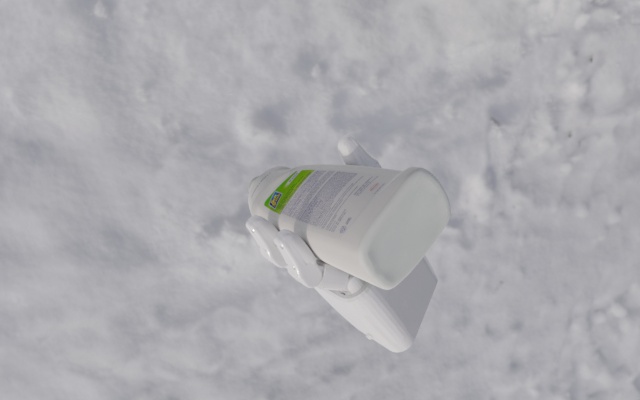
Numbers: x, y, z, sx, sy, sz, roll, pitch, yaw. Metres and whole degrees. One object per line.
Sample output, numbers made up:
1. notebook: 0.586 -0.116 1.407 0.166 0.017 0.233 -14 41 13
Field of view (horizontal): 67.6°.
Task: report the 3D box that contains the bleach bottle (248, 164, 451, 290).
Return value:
1. bleach bottle: 0.000 0.002 0.476 0.251 0.102 0.068 19 -27 55
